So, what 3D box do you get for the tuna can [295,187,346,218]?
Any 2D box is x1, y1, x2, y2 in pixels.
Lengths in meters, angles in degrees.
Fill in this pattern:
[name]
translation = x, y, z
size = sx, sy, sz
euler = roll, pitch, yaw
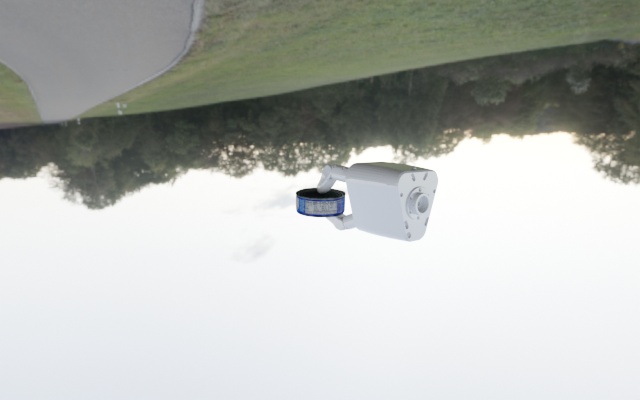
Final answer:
[tuna can]
translation = 0.000, 0.003, 0.812
size = 0.086, 0.034, 0.086
euler = 1, 13, 0
